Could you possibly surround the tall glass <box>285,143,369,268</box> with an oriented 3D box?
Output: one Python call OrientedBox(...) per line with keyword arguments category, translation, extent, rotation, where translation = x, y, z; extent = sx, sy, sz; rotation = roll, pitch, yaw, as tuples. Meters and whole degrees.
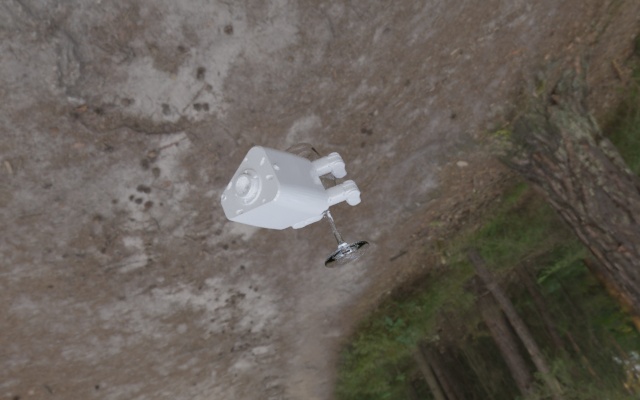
OrientedBox(category="tall glass", translation=(0.000, 0.003, 0.763), extent=(0.079, 0.201, 0.079), rotation=(-21, -26, -11))
